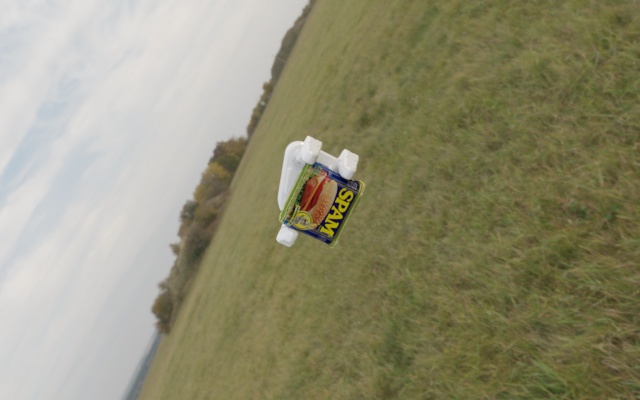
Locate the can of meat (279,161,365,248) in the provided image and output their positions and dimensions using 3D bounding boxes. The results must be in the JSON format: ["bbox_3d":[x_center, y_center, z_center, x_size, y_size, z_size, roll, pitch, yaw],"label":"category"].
[{"bbox_3d":[0.000,0.002,0.663,0.084,0.102,0.057,25,9,-10],"label":"can of meat"}]
